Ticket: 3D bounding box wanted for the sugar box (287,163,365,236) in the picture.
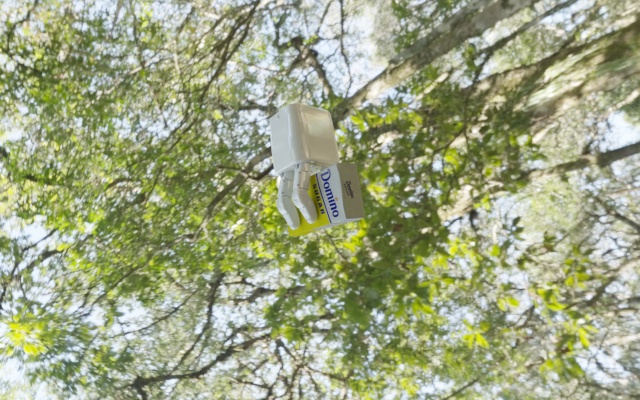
[{"bbox_3d":[0.000,0.003,0.821,0.048,0.093,0.176,-3,-12,-33],"label":"sugar box"}]
